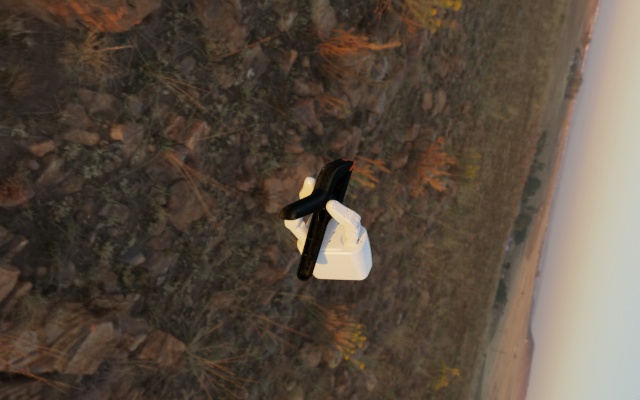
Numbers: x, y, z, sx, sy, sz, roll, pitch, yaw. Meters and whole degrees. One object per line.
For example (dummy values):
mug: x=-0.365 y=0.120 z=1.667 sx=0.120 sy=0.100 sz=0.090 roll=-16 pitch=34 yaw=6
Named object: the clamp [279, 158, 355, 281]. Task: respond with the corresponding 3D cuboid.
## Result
clamp: x=0.001 y=0.002 z=0.745 sx=0.036 sy=0.210 sz=0.165 roll=16 pitch=-30 yaw=21
